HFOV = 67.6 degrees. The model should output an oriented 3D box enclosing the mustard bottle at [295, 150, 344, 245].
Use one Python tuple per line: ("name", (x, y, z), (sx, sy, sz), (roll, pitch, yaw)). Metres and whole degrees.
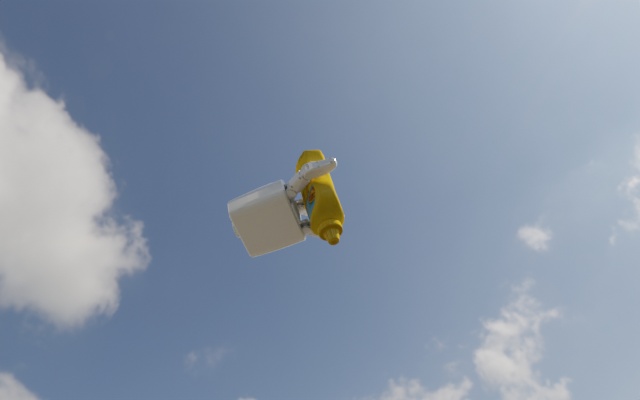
("mustard bottle", (0.000, 0.002, 0.830), (0.058, 0.096, 0.191), (-3, 42, -14))
